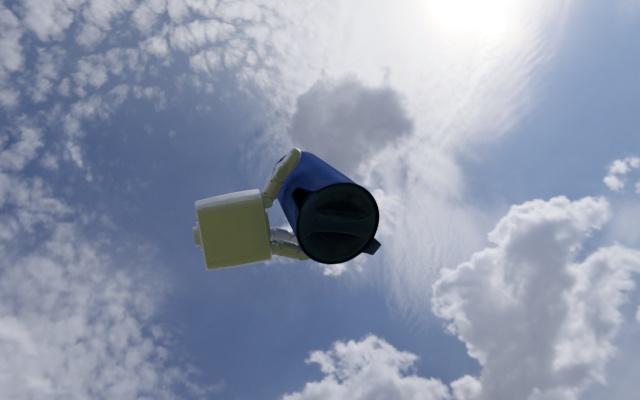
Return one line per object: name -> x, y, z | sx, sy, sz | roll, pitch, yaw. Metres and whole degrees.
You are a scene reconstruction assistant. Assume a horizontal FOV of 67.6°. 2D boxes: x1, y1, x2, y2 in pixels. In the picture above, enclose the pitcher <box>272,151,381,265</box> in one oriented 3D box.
pitcher -> 0.000, 0.003, 0.813 | 0.145, 0.149, 0.242 | -12, 24, -14
